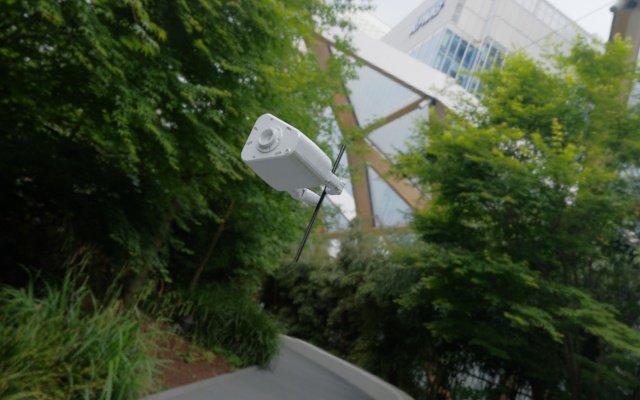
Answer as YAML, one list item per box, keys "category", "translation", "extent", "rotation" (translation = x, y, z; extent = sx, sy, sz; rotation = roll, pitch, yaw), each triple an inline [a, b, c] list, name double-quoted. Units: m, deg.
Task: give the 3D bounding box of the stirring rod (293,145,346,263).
- category: "stirring rod"
  translation: [0.000, 0.003, 0.888]
  extent: [0.011, 0.239, 0.011]
  rotation: [22, -13, 5]
